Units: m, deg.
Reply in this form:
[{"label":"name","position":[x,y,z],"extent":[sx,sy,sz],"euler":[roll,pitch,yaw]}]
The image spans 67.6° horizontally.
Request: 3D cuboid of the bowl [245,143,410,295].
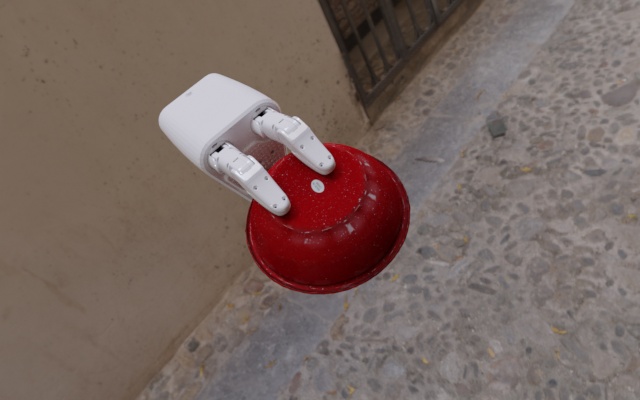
[{"label":"bowl","position":[0.001,0.002,0.440],"extent":[0.162,0.162,0.055],"euler":[0,-31,13]}]
